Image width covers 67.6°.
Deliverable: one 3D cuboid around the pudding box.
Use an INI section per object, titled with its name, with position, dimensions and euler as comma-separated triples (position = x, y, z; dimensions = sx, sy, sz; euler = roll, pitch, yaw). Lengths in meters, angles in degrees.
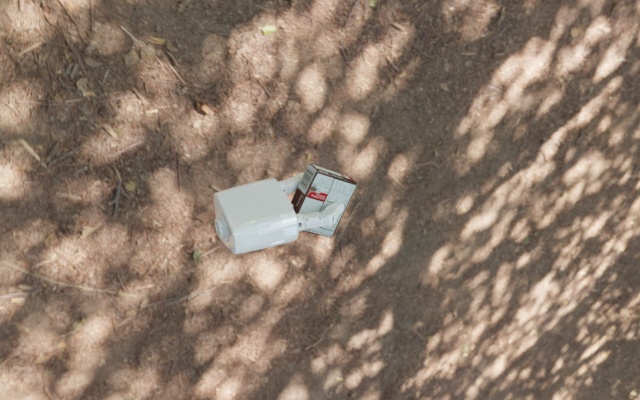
[pudding box]
position = 0.000, 0.003, 0.823
dimensions = 0.090, 0.113, 0.039
euler = 16, 19, -33
